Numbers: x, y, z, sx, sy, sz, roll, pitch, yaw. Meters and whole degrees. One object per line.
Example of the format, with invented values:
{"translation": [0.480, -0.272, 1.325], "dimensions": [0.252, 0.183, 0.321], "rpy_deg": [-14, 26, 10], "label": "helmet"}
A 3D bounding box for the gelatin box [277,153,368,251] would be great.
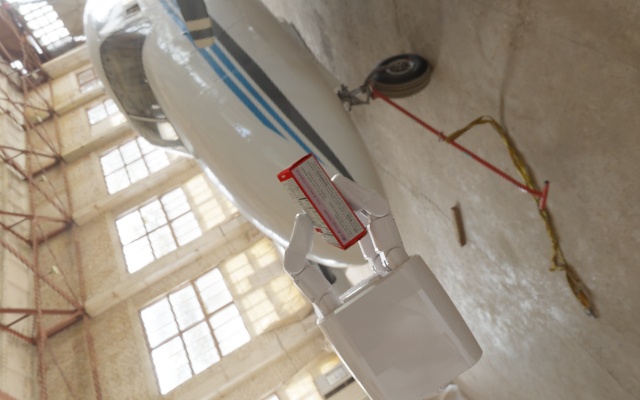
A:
{"translation": [0.000, 0.001, 0.448], "dimensions": [0.030, 0.089, 0.073], "rpy_deg": [-37, 7, -10], "label": "gelatin box"}
